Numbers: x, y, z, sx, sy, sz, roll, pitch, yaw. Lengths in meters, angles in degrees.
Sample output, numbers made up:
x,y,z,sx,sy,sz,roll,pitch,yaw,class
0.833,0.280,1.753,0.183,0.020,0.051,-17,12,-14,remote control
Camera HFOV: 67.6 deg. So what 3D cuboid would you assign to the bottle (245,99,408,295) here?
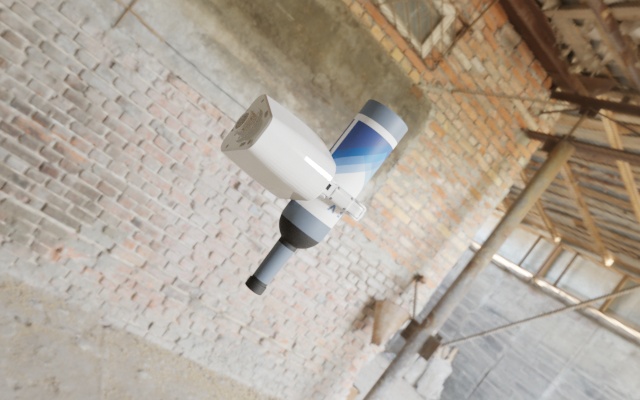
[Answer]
x,y,z,sx,sy,sz,roll,pitch,yaw,class
0.000,0.002,0.637,0.069,0.295,0.069,38,0,0,bottle
